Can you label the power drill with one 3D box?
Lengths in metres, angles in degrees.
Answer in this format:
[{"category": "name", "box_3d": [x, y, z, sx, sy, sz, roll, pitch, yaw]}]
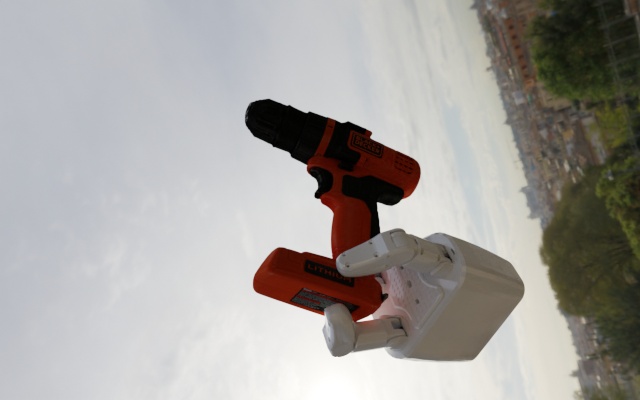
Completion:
[{"category": "power drill", "box_3d": [0.000, 0.002, 0.432, 0.184, 0.187, 0.057, 21, -34, -9]}]
